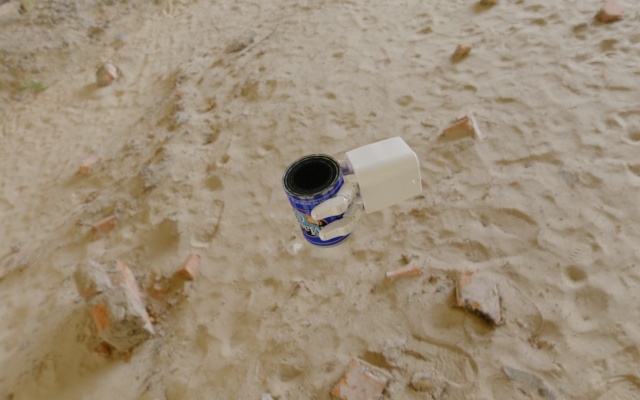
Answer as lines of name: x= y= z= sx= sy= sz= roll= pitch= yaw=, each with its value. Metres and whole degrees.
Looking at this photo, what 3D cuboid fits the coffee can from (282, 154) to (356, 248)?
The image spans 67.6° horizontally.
coffee can: x=0.000 y=0.003 z=0.846 sx=0.103 sy=0.102 sz=0.140 roll=0 pitch=-41 yaw=18
